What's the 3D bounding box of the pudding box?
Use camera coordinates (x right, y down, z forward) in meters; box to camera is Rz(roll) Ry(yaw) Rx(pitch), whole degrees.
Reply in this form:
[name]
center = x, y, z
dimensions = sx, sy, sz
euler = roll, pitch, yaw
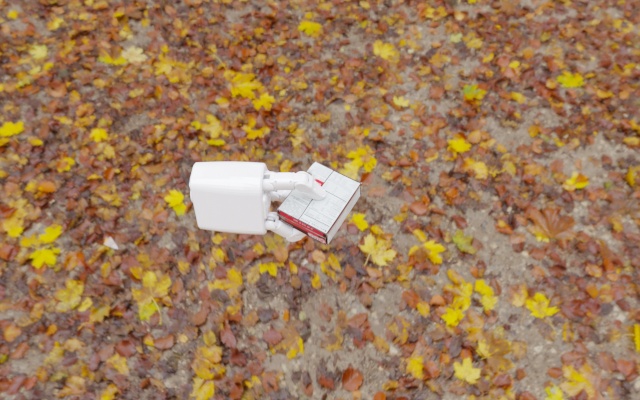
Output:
[pudding box]
center = 0.000, 0.002, 0.743
dimensions = 0.090, 0.113, 0.039
euler = 27, -27, 16
